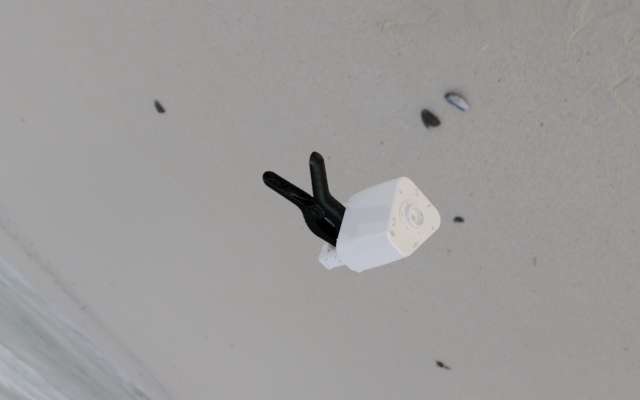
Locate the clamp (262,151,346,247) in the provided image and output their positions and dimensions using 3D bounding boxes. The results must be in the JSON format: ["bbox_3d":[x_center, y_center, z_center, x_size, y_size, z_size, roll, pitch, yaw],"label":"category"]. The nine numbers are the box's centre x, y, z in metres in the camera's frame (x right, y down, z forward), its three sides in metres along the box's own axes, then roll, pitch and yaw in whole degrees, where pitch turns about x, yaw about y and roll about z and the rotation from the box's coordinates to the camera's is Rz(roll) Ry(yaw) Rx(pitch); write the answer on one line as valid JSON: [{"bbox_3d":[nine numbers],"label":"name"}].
[{"bbox_3d":[0.000,0.003,0.717,0.120,0.171,0.039,-25,24,51],"label":"clamp"}]
